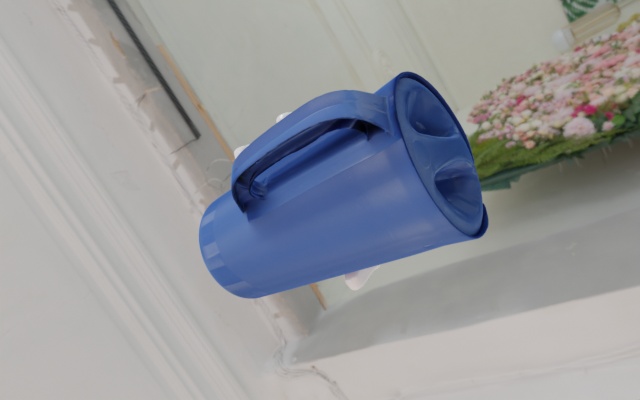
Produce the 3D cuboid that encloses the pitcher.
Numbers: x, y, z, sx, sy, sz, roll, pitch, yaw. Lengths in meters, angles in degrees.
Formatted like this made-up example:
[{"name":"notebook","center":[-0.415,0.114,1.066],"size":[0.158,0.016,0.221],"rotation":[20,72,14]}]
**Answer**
[{"name":"pitcher","center":[0.000,0.001,0.407],"size":[0.243,0.149,0.145],"rotation":[-26,11,34]}]
